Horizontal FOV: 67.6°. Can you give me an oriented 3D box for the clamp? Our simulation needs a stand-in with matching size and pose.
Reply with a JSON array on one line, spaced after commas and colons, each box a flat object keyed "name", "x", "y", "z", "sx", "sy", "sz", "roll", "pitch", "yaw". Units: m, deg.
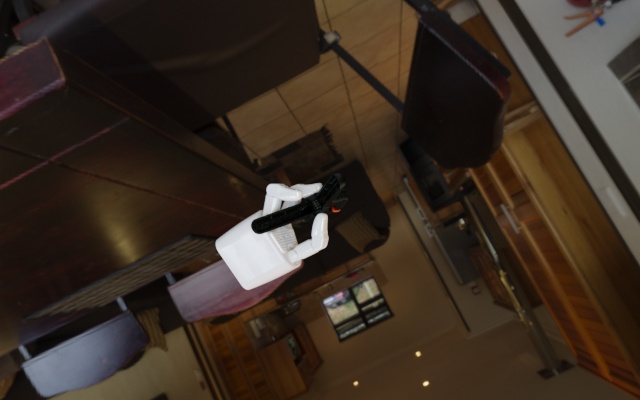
[{"name": "clamp", "x": 0.001, "y": 0.003, "z": 0.788, "sx": 0.164, "sy": 0.036, "sz": 0.210, "roll": -30, "pitch": -10, "yaw": 23}]
